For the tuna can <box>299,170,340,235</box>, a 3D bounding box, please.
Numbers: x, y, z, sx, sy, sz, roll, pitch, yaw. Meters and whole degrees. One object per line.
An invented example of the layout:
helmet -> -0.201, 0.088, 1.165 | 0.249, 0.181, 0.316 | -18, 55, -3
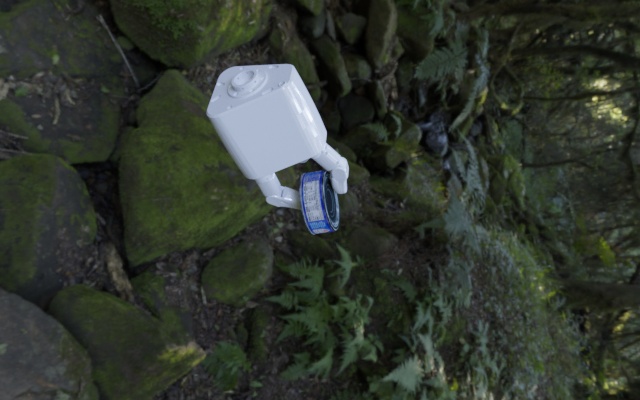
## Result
tuna can -> 0.001, 0.002, 0.651 | 0.034, 0.086, 0.086 | -9, -2, 14
